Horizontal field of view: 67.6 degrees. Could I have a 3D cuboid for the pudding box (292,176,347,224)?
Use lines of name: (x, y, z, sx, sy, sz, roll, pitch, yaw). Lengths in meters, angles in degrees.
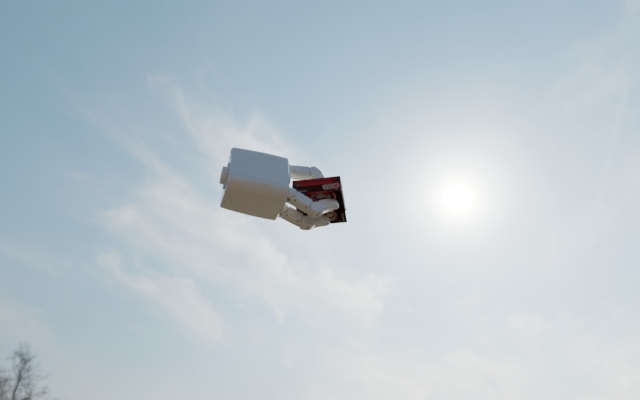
pudding box: (0.000, 0.003, 0.896, 0.090, 0.039, 0.114, -5, -32, 7)
